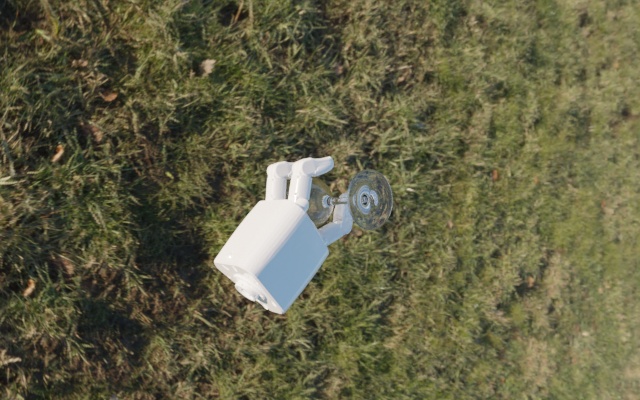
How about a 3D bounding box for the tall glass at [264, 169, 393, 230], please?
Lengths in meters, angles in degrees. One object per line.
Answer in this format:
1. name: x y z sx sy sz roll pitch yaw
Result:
1. tall glass: 0.001 0.002 0.654 0.079 0.079 0.201 0 -2 -38
